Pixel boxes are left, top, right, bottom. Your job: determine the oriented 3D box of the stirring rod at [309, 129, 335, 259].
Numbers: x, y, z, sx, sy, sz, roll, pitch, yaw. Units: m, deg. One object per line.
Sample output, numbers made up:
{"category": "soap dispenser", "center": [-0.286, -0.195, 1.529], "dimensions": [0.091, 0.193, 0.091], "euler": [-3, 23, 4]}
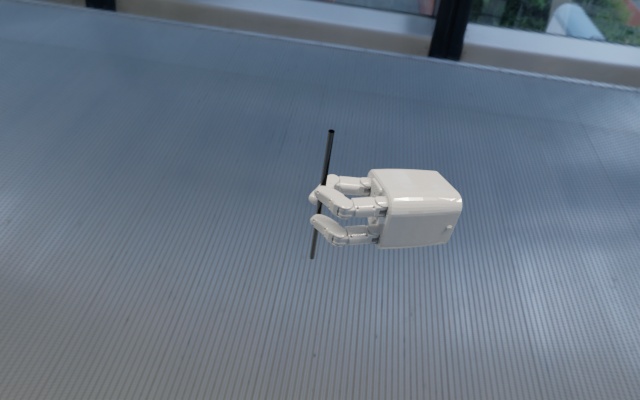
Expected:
{"category": "stirring rod", "center": [0.000, 0.002, 0.669], "dimensions": [0.011, 0.240, 0.011], "euler": [5, 43, -4]}
